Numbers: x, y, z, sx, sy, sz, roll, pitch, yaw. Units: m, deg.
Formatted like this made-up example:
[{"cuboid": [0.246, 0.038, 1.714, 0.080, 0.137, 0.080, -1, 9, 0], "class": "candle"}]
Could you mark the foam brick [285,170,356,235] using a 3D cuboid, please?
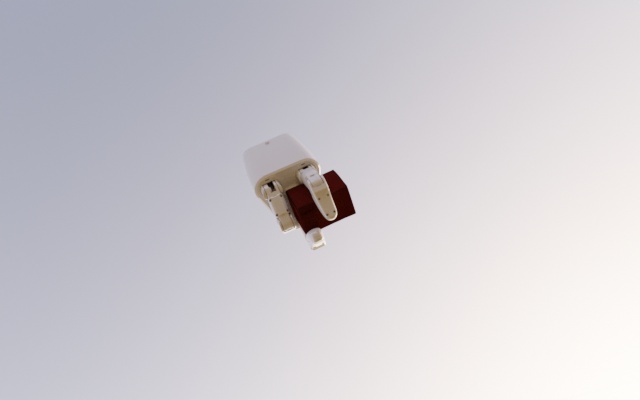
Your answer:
[{"cuboid": [0.000, 0.002, 0.666, 0.078, 0.053, 0.051, -24, 36, -8], "class": "foam brick"}]
